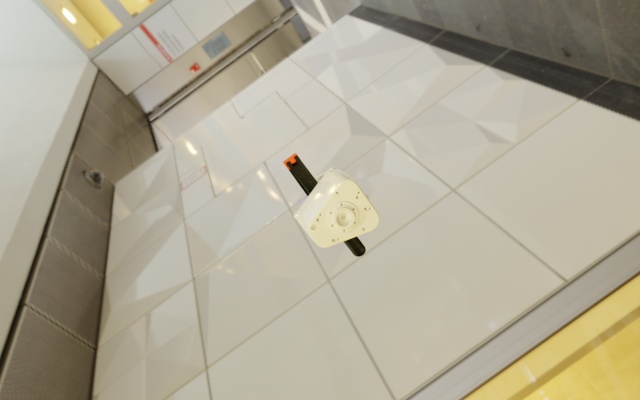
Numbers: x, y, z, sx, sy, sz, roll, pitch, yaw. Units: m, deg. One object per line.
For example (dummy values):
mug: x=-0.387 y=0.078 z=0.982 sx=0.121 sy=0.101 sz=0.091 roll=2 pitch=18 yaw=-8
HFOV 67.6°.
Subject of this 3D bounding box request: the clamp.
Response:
clamp: x=-0.001 y=0.003 z=0.888 sx=0.036 sy=0.210 sz=0.164 roll=-37 pitch=14 yaw=-4
